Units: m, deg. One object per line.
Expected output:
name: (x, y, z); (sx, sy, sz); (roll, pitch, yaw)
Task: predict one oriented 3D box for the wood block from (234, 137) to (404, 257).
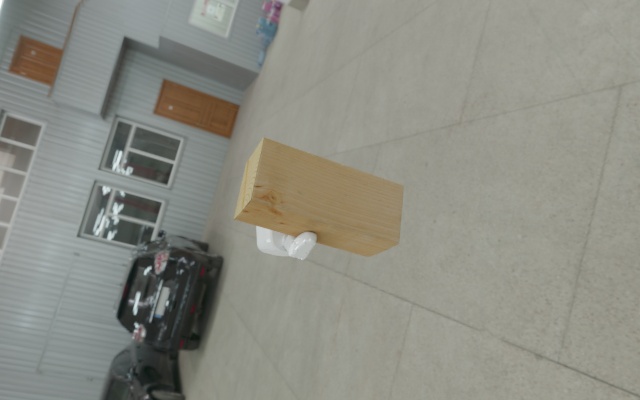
wood block: (0.000, 0.002, 0.649); (0.206, 0.090, 0.090); (17, -24, -18)
